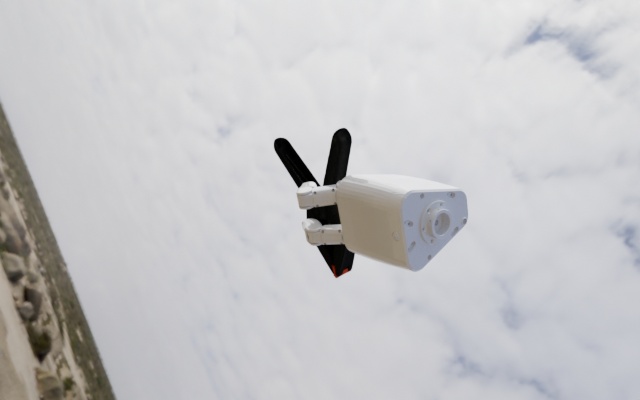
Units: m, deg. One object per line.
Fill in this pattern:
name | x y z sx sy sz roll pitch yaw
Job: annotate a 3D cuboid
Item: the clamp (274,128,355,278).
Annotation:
clamp | 0.001 0.002 0.654 0.036 0.210 0.164 -22 21 -30
